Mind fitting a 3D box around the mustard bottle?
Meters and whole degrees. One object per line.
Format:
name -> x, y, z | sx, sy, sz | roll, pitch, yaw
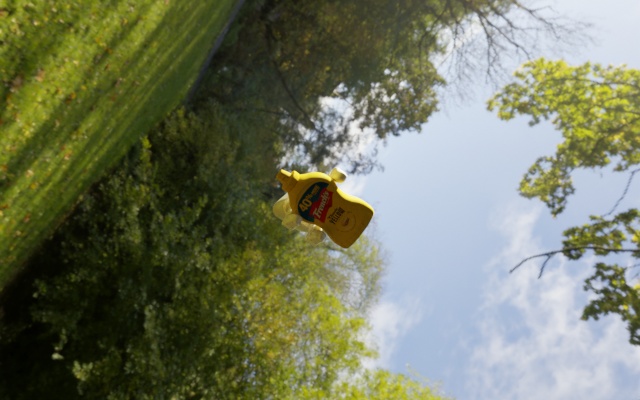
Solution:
mustard bottle -> 0.000, 0.003, 0.894 | 0.192, 0.096, 0.058 | 35, 10, -15
